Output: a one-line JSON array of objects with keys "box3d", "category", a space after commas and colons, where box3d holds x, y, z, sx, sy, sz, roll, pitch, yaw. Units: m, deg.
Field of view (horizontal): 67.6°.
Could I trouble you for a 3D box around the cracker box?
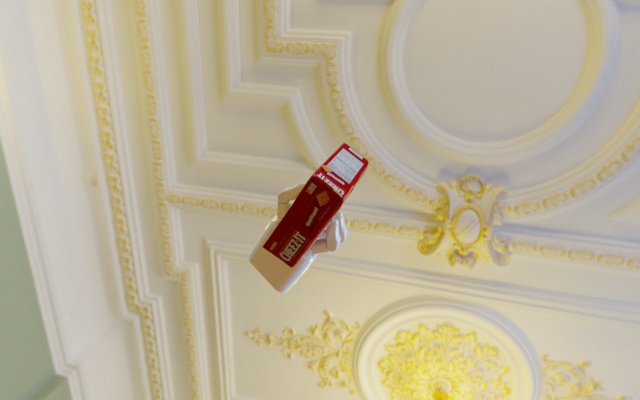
[{"box3d": [0.000, 0.003, 0.856, 0.072, 0.164, 0.213, 36, 27, 1], "category": "cracker box"}]
